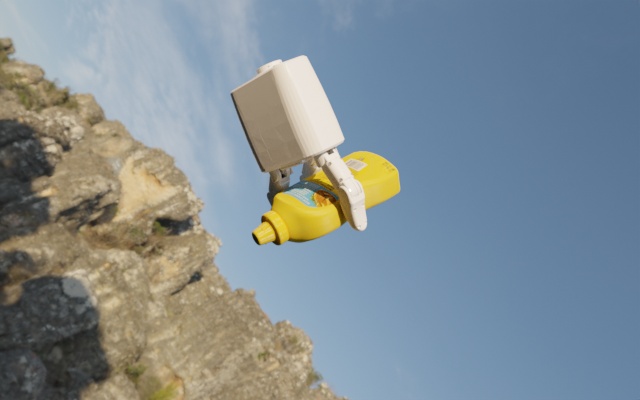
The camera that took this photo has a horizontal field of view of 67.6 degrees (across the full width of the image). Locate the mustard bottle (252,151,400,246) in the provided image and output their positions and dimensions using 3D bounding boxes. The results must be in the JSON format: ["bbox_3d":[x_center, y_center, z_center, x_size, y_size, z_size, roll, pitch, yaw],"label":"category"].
[{"bbox_3d":[0.000,0.002,0.588,0.191,0.058,0.096,-29,35,-27],"label":"mustard bottle"}]
